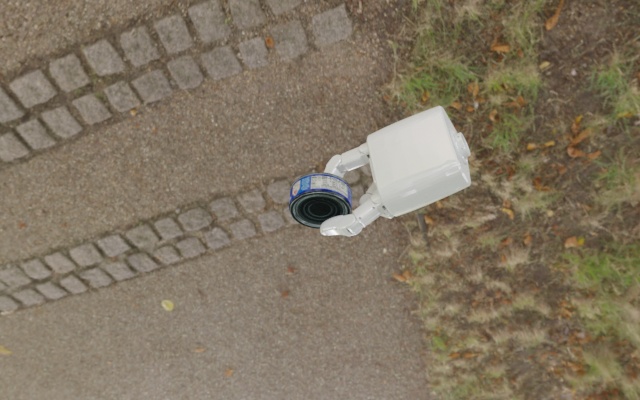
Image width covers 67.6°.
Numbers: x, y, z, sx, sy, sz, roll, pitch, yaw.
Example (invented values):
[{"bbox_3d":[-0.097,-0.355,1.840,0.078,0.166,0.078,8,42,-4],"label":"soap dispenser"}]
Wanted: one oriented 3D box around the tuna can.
[{"bbox_3d":[0.000,0.003,0.649,0.086,0.033,0.086,2,-38,1],"label":"tuna can"}]
